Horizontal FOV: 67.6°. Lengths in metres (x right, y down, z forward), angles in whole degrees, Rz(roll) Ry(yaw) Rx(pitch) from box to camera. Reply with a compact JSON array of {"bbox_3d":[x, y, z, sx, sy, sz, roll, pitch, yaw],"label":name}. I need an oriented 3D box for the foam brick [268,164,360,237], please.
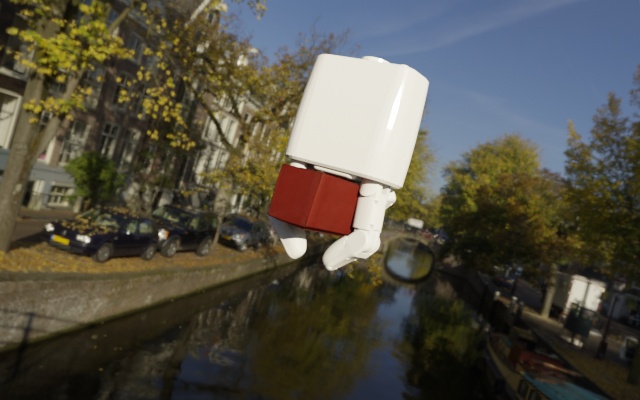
[{"bbox_3d":[0.000,0.002,0.445,0.053,0.051,0.078,18,2,42],"label":"foam brick"}]
